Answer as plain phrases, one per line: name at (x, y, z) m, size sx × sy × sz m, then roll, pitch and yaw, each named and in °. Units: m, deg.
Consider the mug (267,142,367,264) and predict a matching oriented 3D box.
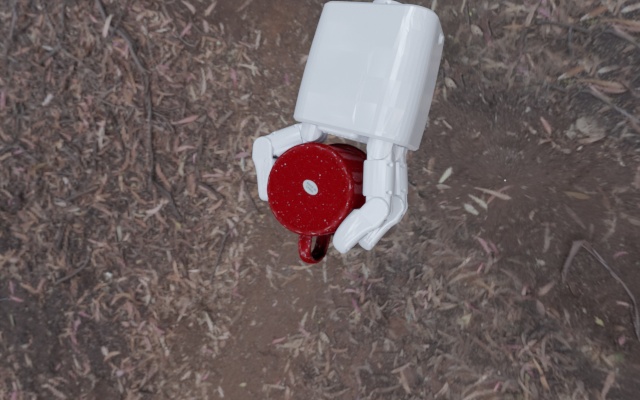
mug at (0.000, 0.003, 0.443) m, size 0.093 × 0.117 × 0.081 m, roll 15°, pitch 6°, yaw 20°
